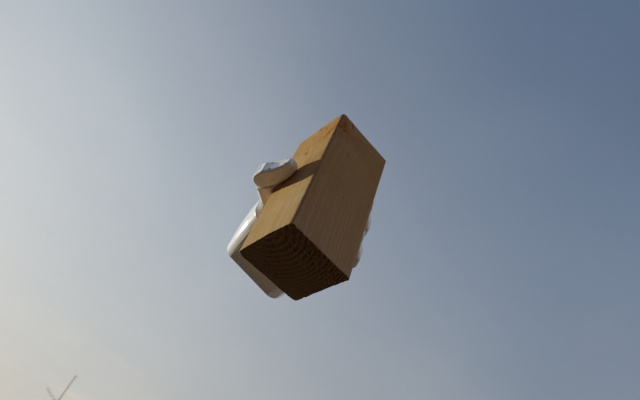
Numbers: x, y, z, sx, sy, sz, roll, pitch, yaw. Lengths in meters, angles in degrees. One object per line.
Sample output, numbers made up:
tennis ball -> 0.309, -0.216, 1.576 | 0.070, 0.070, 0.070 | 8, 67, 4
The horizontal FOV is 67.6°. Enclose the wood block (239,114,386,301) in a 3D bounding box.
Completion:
wood block -> 0.000, 0.002, 0.567 | 0.090, 0.091, 0.206 | -29, 25, 38
